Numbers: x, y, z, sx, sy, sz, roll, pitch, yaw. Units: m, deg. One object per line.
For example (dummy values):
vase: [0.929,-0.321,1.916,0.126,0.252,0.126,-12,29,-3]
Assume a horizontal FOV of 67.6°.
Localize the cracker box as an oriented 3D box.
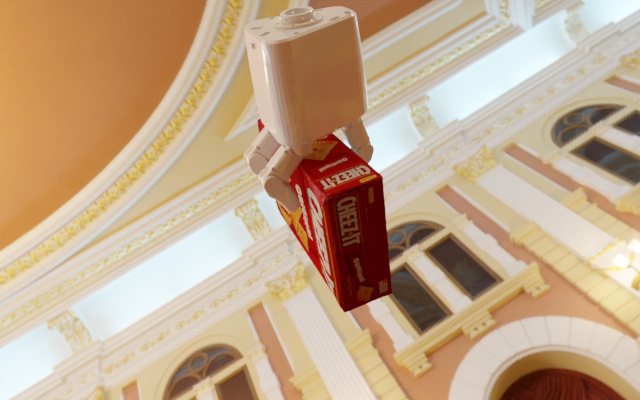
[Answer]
cracker box: [0.000,0.002,0.575,0.072,0.164,0.213,-21,36,-14]
